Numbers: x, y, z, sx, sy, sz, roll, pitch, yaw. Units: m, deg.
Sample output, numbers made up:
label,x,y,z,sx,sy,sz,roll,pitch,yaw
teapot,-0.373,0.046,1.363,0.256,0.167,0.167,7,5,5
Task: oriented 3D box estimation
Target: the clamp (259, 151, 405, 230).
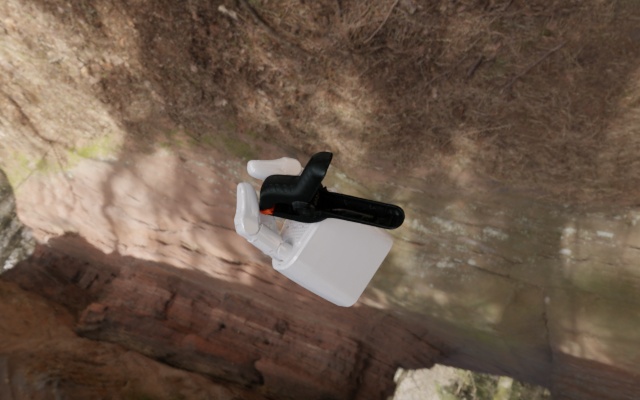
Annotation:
label,x,y,z,sx,sy,sz,roll,pitch,yaw
clamp,0.000,0.002,0.492,0.120,0.039,0.171,37,-23,-24
